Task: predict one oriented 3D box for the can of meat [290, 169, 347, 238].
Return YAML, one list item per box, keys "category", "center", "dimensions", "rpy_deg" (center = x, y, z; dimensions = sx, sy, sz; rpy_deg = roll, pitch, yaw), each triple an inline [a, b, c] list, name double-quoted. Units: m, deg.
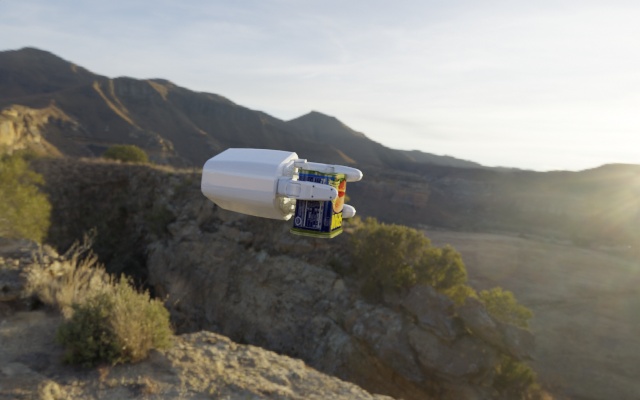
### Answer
- category: "can of meat"
  center: [0.000, 0.002, 0.648]
  dimensions: [0.057, 0.084, 0.102]
  rpy_deg: [7, 4, 13]
